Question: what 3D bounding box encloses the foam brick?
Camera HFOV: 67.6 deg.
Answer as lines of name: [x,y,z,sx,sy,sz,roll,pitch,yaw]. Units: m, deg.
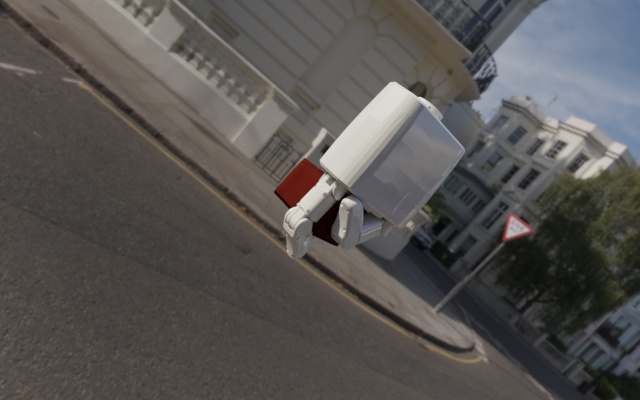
foam brick: [0.000,0.002,0.509,0.078,0.051,0.053,45,8,35]
